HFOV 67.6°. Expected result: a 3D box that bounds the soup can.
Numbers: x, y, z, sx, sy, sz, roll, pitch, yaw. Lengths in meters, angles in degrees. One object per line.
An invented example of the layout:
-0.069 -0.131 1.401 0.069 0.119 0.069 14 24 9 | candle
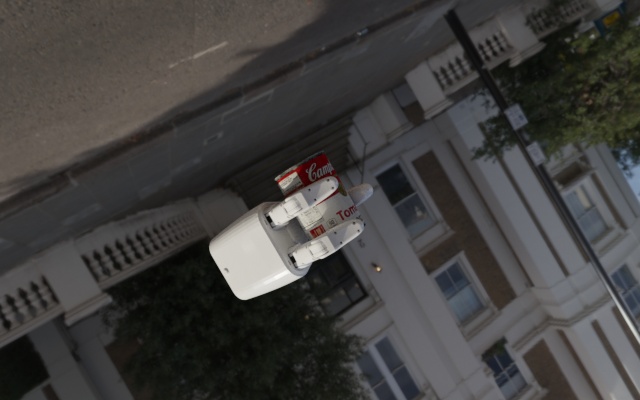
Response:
0.001 0.002 0.567 0.068 0.102 0.068 -30 0 0 | soup can
